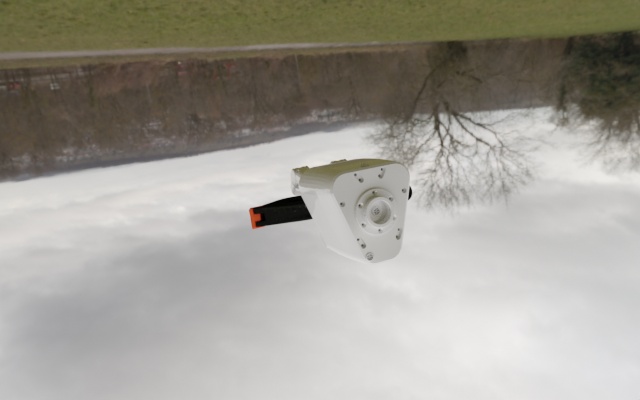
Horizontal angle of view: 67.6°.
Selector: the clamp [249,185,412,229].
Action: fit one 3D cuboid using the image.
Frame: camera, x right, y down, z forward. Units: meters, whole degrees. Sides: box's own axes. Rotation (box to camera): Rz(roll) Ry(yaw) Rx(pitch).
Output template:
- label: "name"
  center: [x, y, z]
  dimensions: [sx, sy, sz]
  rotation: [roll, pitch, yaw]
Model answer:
- label: "clamp"
  center: [0.000, 0.003, 0.672]
  dimensions: [0.210, 0.036, 0.164]
  rotation: [-12, 7, -17]
